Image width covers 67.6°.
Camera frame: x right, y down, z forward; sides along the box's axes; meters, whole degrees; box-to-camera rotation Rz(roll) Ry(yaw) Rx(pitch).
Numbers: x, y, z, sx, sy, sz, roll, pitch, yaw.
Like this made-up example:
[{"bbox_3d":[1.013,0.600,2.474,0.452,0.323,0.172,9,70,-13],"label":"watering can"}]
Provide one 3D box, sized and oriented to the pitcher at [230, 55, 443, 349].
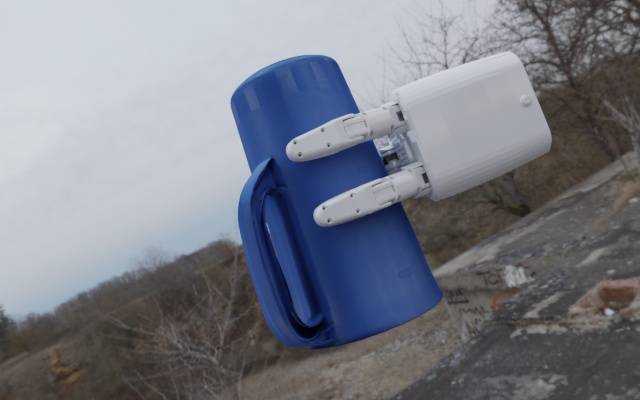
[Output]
[{"bbox_3d":[0.000,0.001,0.428,0.145,0.243,0.149,-21,-4,-2],"label":"pitcher"}]
